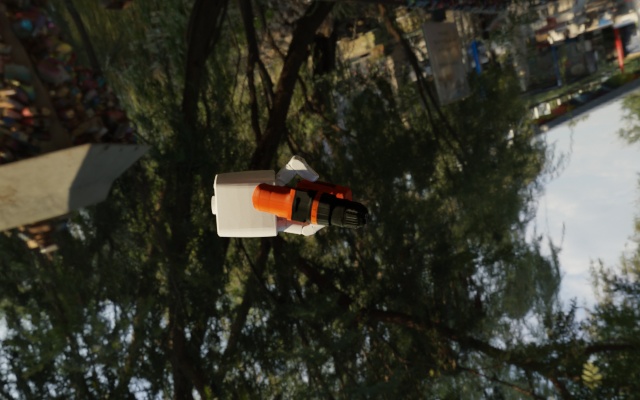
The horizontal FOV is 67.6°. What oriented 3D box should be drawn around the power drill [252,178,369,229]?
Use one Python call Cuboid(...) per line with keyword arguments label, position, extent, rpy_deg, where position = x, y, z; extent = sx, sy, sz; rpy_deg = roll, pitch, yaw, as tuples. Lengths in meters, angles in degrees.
Cuboid(label="power drill", position=(0.000, 0.003, 0.799), extent=(0.184, 0.057, 0.187), rpy_deg=(12, 6, 13))
